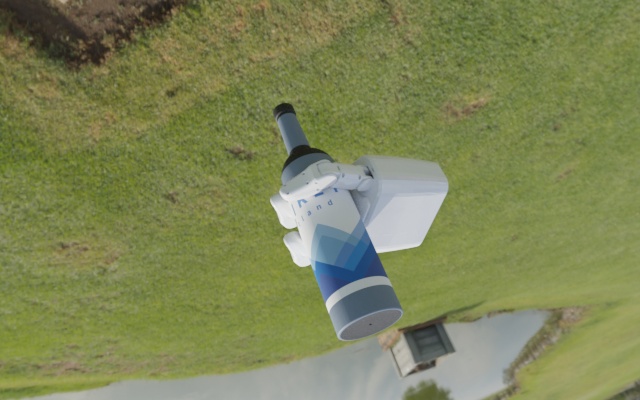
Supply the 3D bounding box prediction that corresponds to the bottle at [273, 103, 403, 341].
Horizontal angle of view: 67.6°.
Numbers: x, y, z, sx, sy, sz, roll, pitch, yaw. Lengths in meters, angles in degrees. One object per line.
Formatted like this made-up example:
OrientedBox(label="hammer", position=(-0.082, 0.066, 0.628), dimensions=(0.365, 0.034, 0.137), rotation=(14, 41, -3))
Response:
OrientedBox(label="bottle", position=(0.000, 0.002, 0.525), dimensions=(0.069, 0.295, 0.069), rotation=(-16, -33, -10))
